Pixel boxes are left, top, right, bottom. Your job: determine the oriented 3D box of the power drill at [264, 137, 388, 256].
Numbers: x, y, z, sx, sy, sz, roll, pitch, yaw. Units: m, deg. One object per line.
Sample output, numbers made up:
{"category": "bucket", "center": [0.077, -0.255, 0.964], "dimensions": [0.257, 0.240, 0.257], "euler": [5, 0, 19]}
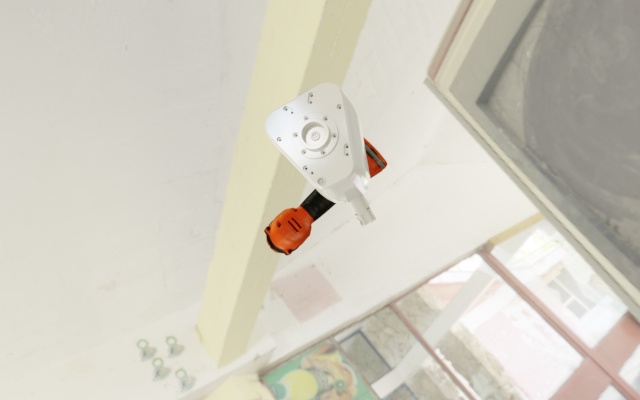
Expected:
{"category": "power drill", "center": [0.000, 0.002, 0.674], "dimensions": [0.187, 0.057, 0.184], "euler": [-45, 2, -15]}
